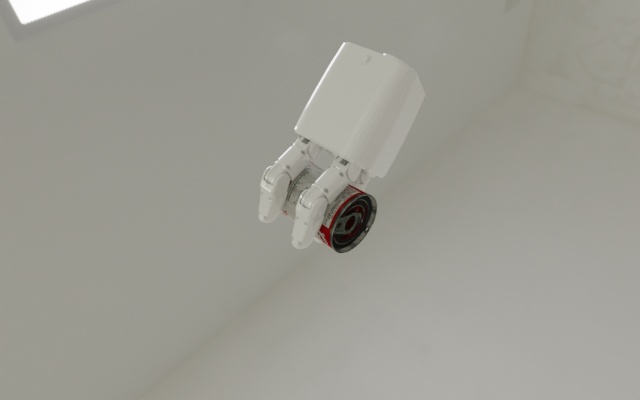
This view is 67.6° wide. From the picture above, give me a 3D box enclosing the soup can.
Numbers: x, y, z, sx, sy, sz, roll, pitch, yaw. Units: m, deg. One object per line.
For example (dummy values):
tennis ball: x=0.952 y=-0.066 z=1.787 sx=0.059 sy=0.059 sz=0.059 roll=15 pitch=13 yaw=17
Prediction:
soup can: x=0.000 y=0.002 z=0.513 sx=0.102 sy=0.068 sz=0.068 roll=33 pitch=20 yaw=34
